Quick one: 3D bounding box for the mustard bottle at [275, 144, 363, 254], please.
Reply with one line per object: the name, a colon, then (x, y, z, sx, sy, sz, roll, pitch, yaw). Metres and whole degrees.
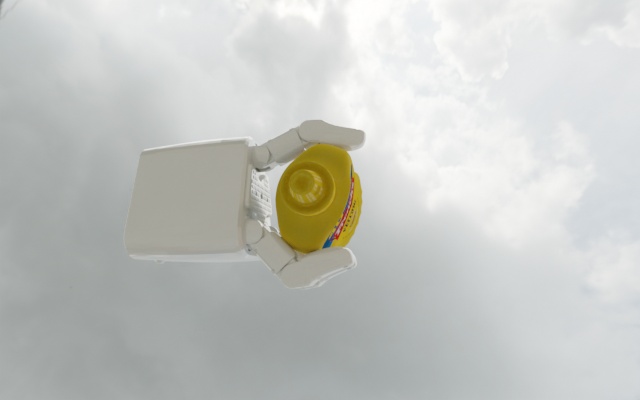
mustard bottle: (0.000, 0.001, 0.427, 0.058, 0.096, 0.192, 20, -5, 11)
